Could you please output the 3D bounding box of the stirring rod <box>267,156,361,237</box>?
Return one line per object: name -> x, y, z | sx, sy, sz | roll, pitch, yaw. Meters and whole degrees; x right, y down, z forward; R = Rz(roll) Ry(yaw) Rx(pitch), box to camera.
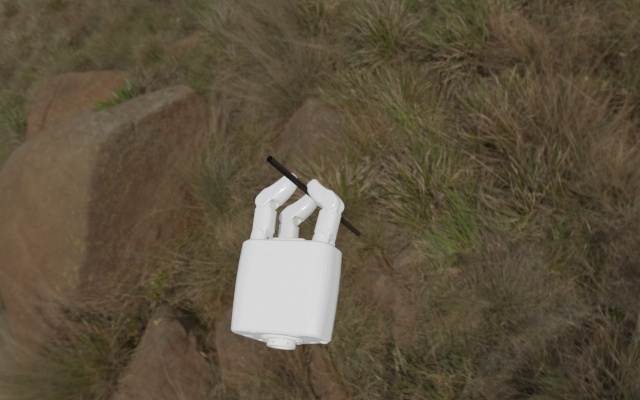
stirring rod -> 0.000, 0.002, 0.631 | 0.011, 0.011, 0.240 | 0, -24, 31
